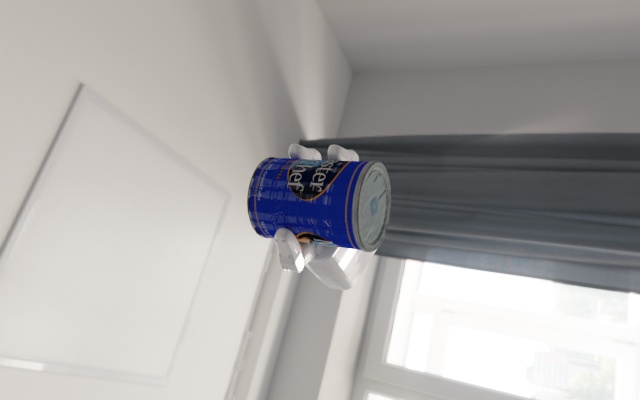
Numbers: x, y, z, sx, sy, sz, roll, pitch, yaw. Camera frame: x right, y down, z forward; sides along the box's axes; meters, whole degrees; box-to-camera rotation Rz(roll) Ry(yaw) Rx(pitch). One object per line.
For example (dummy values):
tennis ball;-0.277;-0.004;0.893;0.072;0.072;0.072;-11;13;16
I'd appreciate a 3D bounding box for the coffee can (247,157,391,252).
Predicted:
coffee can;0.000;0.002;0.565;0.140;0.103;0.103;5;2;27
